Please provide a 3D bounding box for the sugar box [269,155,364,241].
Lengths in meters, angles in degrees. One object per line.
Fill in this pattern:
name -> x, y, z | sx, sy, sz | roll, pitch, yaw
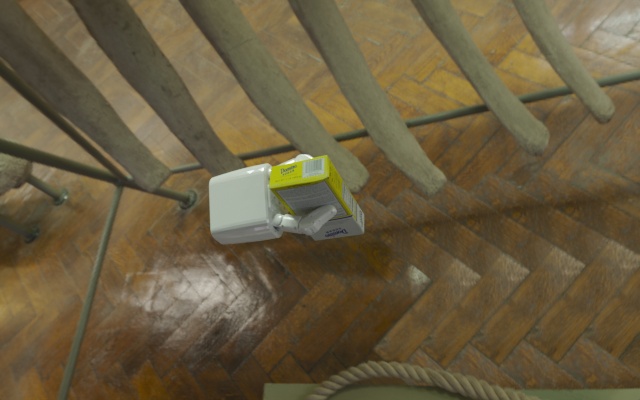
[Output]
sugar box -> 0.000, 0.002, 0.751 | 0.093, 0.048, 0.176 | -9, -31, 19
